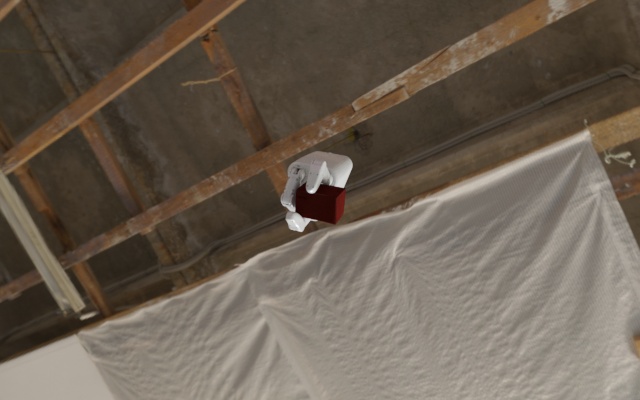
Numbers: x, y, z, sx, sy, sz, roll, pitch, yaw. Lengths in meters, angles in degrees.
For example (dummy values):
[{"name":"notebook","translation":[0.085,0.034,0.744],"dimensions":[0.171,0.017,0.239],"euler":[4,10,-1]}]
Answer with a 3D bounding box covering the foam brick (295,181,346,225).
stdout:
[{"name":"foam brick","translation":[0.000,0.003,0.840],"dimensions":[0.078,0.053,0.051],"euler":[12,24,19]}]
